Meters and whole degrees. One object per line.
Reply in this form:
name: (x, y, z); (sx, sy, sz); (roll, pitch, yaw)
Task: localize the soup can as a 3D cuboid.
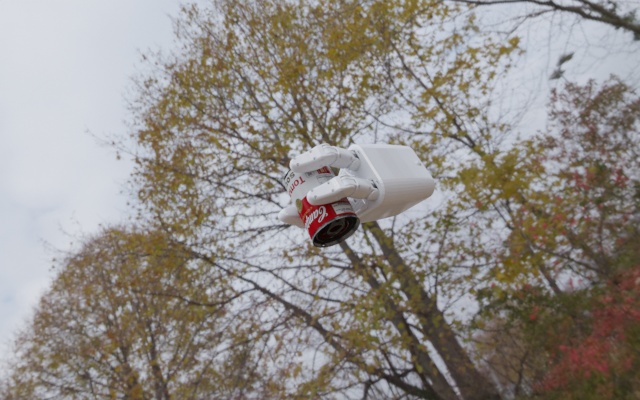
soup can: (0.000, 0.002, 0.635); (0.068, 0.102, 0.068); (-21, -30, -13)
